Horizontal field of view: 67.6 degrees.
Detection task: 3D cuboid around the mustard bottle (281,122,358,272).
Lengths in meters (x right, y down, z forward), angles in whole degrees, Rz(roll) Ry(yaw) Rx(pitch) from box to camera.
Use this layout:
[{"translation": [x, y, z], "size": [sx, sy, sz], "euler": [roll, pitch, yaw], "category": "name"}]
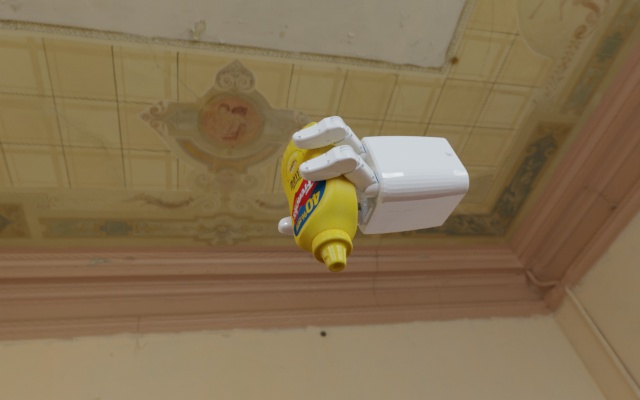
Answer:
[{"translation": [0.000, 0.002, 0.538], "size": [0.058, 0.096, 0.191], "euler": [16, 36, -27], "category": "mustard bottle"}]
